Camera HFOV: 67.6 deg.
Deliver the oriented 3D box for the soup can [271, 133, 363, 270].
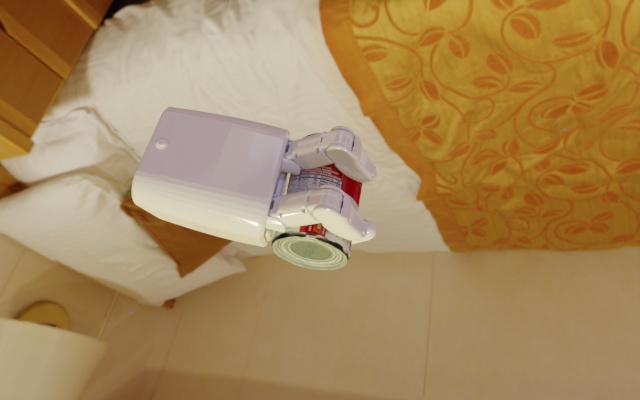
[{"bbox_3d":[0.000,0.002,0.420,0.068,0.102,0.068,9,-29,5],"label":"soup can"}]
